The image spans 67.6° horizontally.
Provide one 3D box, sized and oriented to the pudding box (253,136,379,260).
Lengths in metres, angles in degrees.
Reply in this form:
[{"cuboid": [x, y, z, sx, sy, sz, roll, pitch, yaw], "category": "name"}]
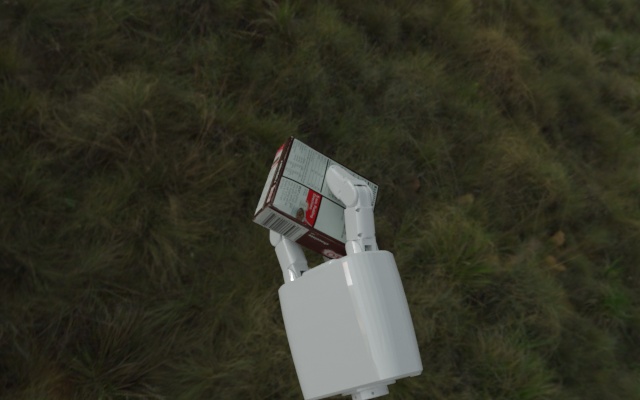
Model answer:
[{"cuboid": [0.000, 0.002, 0.474, 0.113, 0.090, 0.039, 29, -37, -20], "category": "pudding box"}]
